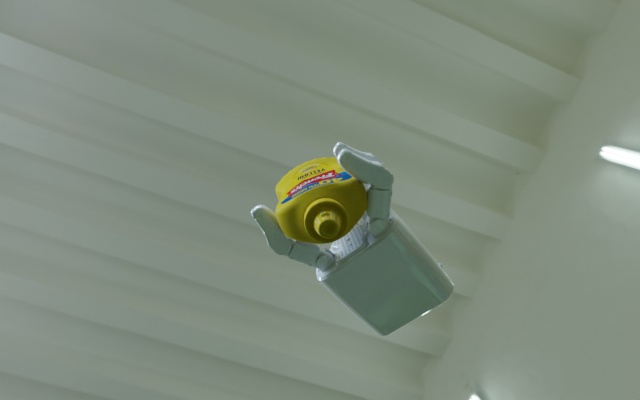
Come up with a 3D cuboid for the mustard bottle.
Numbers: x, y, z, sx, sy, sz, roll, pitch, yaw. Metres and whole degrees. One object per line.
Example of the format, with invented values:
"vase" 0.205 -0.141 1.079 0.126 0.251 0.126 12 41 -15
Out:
"mustard bottle" 0.000 0.001 0.508 0.096 0.058 0.191 -19 16 1
